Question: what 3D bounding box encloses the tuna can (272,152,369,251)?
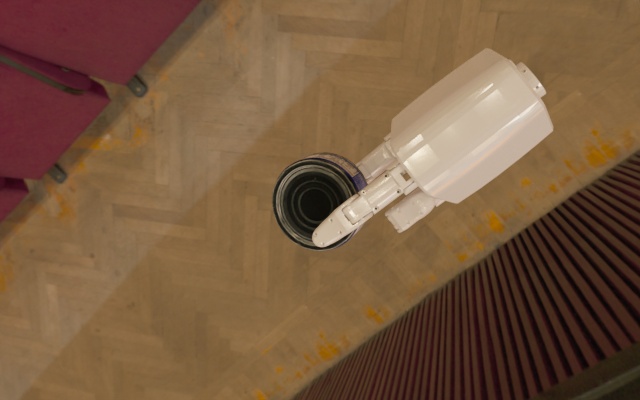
[{"bbox_3d":[0.000,0.002,0.431,0.086,0.086,0.033,0,13,21],"label":"tuna can"}]
